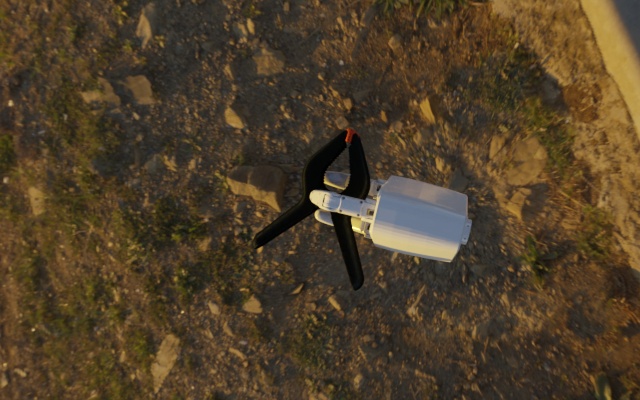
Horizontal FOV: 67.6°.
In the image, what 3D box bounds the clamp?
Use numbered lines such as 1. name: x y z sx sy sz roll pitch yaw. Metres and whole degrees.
1. clamp: 0.000 0.002 0.651 0.164 0.210 0.036 14 4 11
